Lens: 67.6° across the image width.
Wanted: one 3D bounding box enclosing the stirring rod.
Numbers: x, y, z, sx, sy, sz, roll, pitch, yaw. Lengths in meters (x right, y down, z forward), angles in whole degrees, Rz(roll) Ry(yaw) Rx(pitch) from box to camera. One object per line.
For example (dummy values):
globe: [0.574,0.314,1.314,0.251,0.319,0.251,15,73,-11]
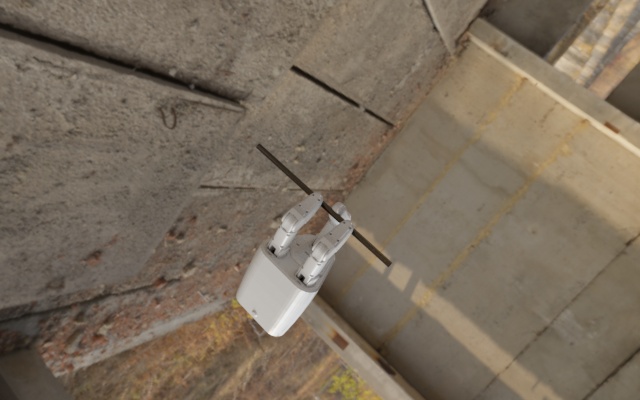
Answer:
stirring rod: [0.000,0.002,0.621,0.239,0.011,0.011,42,15,17]
